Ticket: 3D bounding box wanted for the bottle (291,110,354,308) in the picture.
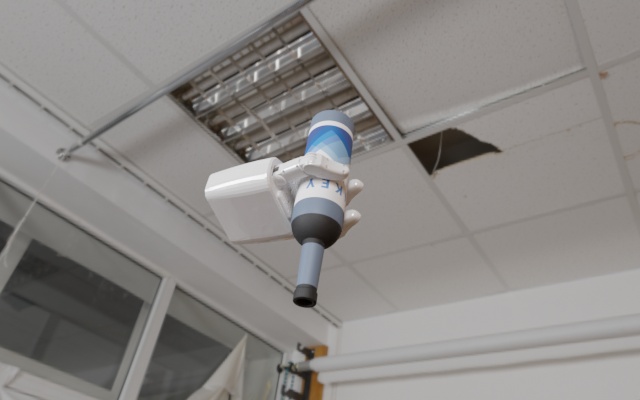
[{"bbox_3d":[0.000,0.002,0.632,0.069,0.295,0.069,6,-38,4],"label":"bottle"}]
